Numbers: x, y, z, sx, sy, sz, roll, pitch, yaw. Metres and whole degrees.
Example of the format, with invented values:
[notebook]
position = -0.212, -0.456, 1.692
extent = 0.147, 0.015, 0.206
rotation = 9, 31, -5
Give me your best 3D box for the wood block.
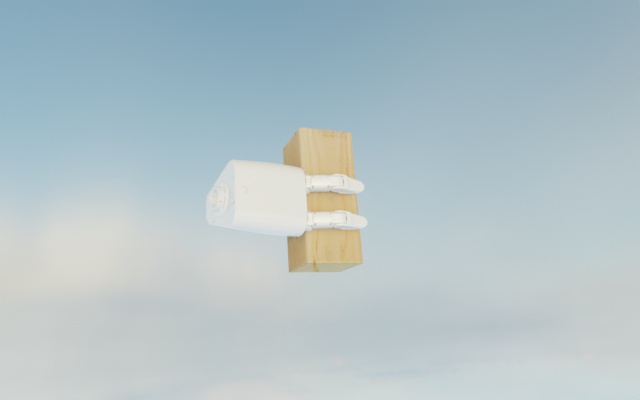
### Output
[wood block]
position = 0.000, 0.003, 0.741
extent = 0.090, 0.206, 0.091
rotation = 3, -17, -21
